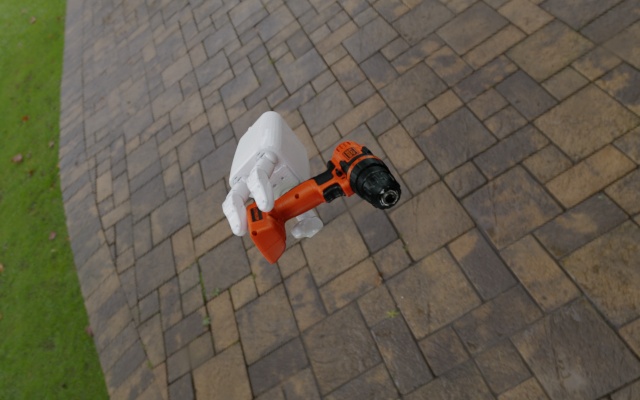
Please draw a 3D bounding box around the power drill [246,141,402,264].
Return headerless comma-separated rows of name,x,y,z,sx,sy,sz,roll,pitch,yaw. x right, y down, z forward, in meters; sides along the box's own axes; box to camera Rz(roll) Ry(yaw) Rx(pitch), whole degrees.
power drill,0.000,0.002,0.608,0.187,0.057,0.184,-31,23,0
